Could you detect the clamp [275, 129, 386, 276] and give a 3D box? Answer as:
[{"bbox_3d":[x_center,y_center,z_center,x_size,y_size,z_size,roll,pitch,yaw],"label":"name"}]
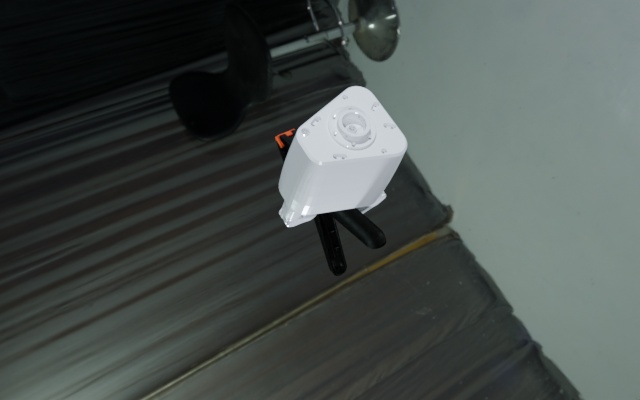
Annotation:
[{"bbox_3d":[-0.001,0.002,0.639,0.036,0.210,0.165,-25,-18,-24],"label":"clamp"}]
